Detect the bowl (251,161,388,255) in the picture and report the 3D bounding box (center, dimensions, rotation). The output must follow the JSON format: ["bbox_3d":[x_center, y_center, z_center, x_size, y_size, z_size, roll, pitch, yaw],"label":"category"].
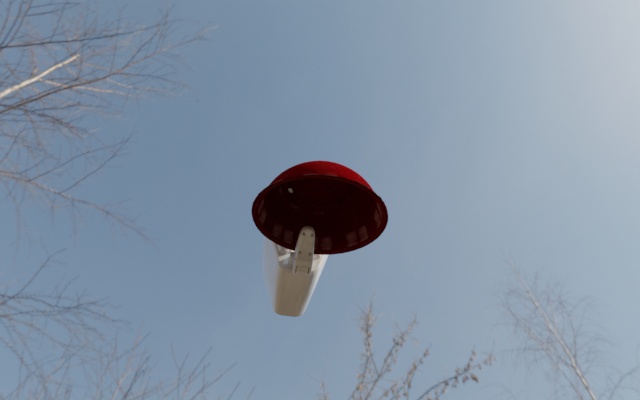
[{"bbox_3d":[0.001,0.001,0.580,0.162,0.055,0.162,2,-37,2],"label":"bowl"}]
